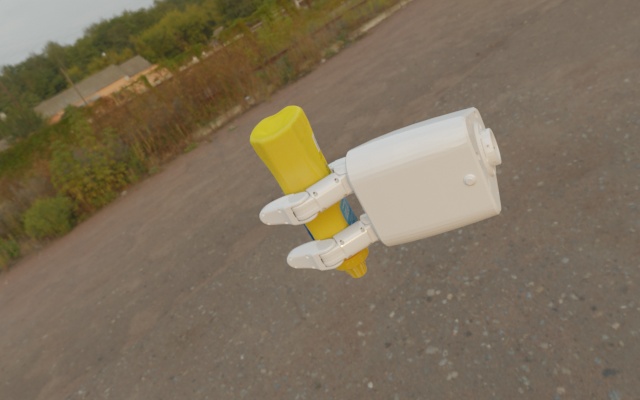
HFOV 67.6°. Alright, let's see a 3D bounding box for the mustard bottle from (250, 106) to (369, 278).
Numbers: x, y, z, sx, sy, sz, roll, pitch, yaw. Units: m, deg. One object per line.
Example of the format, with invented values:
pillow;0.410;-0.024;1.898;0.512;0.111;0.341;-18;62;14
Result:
mustard bottle;0.000;0.002;0.488;0.058;0.192;0.096;-28;21;5
